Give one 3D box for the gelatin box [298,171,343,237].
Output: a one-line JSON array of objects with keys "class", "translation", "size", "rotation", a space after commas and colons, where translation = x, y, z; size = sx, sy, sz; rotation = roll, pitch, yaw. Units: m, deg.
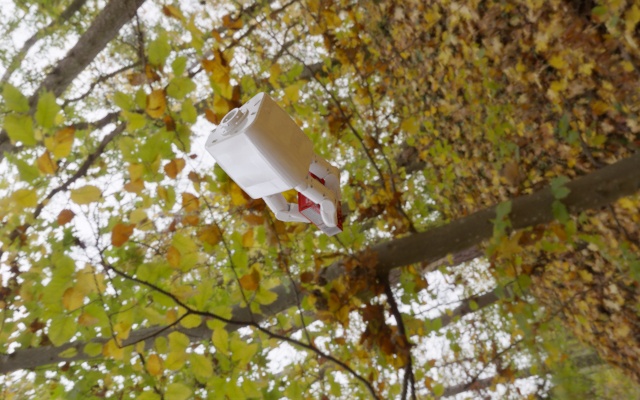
[{"class": "gelatin box", "translation": [0.000, 0.003, 0.732], "size": [0.030, 0.073, 0.089], "rotation": [-23, -42, 24]}]
